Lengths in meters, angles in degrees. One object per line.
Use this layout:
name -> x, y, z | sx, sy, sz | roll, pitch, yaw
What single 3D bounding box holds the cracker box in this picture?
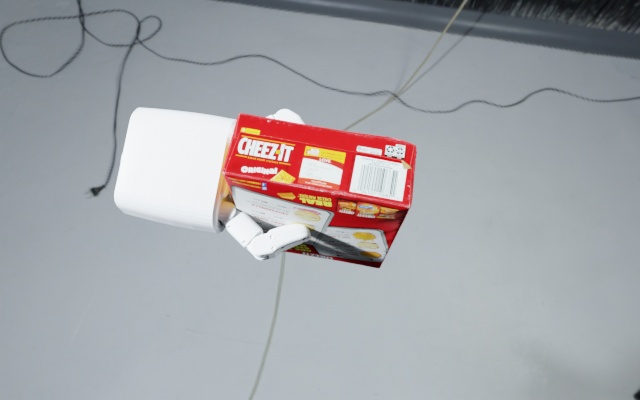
cracker box -> 0.000, 0.002, 0.505 | 0.164, 0.072, 0.214 | 10, -21, 4
